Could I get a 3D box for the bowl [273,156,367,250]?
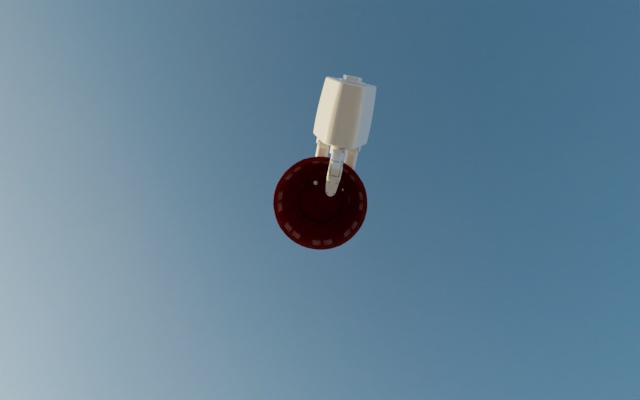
[{"bbox_3d":[0.000,0.004,0.841,0.162,0.162,0.055,0,6,1],"label":"bowl"}]
